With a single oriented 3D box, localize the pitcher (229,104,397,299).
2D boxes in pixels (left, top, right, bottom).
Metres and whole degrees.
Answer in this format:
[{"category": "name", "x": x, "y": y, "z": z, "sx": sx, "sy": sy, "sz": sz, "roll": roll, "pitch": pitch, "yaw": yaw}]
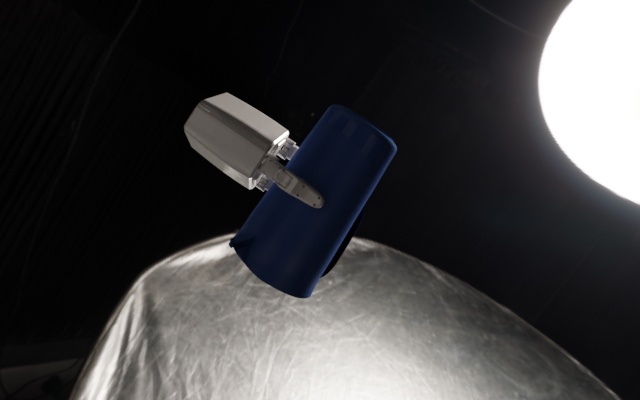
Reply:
[{"category": "pitcher", "x": 0.000, "y": 0.002, "z": 0.651, "sx": 0.145, "sy": 0.243, "sz": 0.149, "roll": 34, "pitch": 6, "yaw": -1}]
